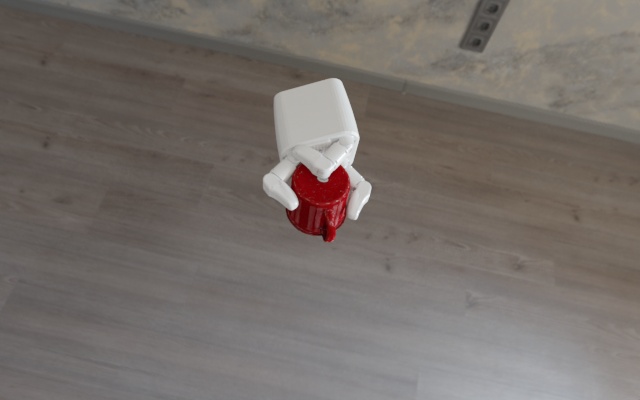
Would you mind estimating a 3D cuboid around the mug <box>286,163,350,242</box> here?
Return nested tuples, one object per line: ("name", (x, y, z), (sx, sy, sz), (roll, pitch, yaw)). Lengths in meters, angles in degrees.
("mug", (0.000, 0.003, 0.676), (0.093, 0.117, 0.081), (-7, -29, -10))
